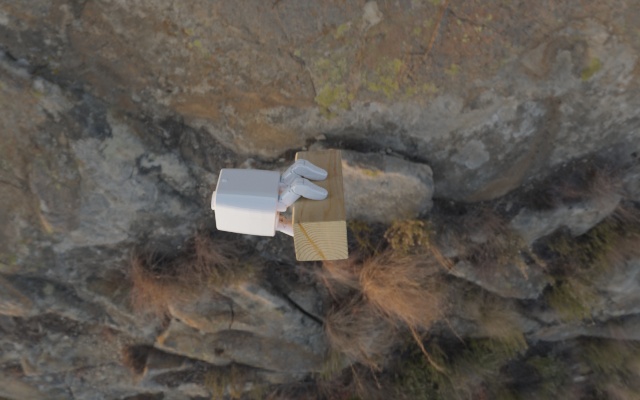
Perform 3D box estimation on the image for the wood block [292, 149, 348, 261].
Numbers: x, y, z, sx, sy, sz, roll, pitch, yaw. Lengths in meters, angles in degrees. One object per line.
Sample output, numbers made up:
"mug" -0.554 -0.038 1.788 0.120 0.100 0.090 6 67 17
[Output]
"wood block" 0.000 0.003 0.868 0.090 0.091 0.206 -3 40 2
